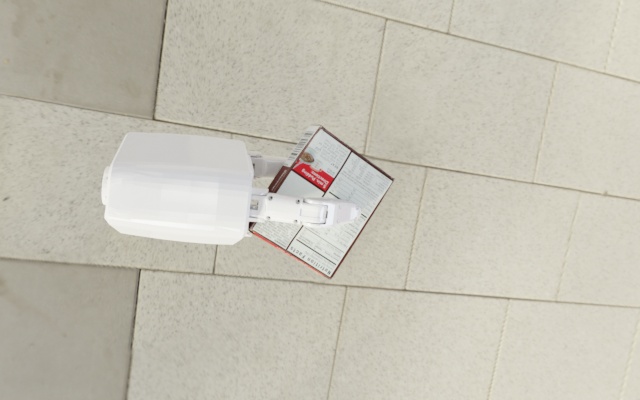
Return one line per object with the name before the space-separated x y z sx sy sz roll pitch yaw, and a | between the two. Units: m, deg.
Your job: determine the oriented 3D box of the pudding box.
pudding box | 0.000 0.001 0.435 0.090 0.113 0.039 34 -1 -17
